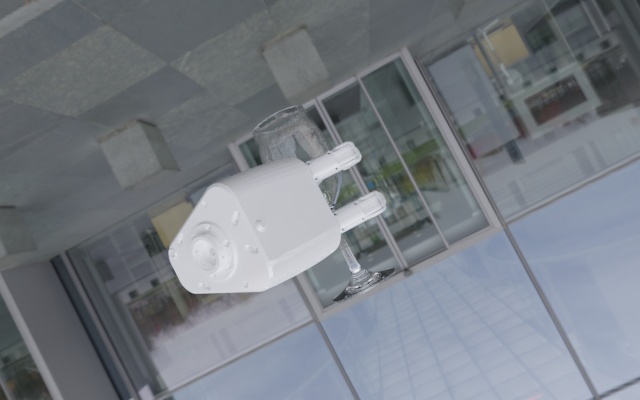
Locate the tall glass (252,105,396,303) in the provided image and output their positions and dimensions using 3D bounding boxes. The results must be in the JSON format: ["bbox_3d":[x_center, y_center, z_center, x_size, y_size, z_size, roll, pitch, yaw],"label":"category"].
[{"bbox_3d":[0.000,0.002,0.506,0.079,0.201,0.079,-27,-2,-1],"label":"tall glass"}]
